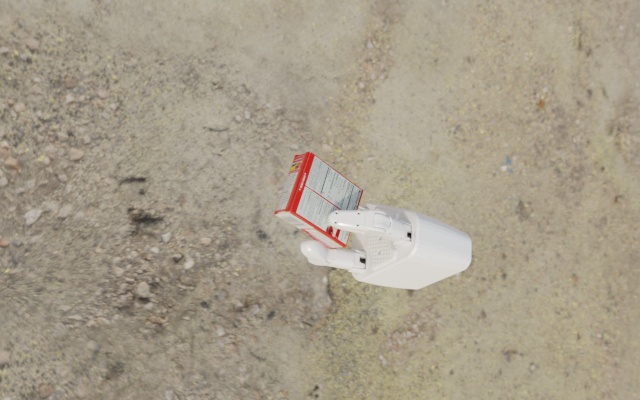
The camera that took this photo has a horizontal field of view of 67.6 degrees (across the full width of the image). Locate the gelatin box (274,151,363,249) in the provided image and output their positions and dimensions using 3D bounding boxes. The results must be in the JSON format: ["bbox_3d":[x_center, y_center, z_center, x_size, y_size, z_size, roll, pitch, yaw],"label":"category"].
[{"bbox_3d":[0.000,0.001,0.515,0.089,0.073,0.030,34,-28,-34],"label":"gelatin box"}]
